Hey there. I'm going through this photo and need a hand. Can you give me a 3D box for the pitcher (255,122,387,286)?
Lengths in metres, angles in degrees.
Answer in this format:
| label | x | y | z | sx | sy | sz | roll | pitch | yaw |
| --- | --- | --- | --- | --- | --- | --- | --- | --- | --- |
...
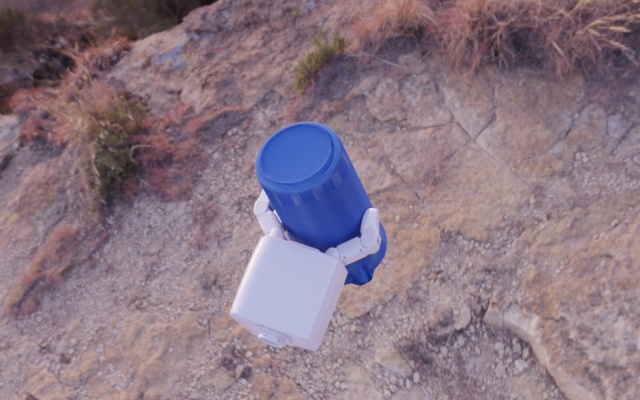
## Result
| label | x | y | z | sx | sy | sz | roll | pitch | yaw |
| --- | --- | --- | --- | --- | --- | --- | --- | --- | --- |
| pitcher | 0.000 | 0.002 | 0.653 | 0.149 | 0.145 | 0.243 | 10 | -29 | 25 |
